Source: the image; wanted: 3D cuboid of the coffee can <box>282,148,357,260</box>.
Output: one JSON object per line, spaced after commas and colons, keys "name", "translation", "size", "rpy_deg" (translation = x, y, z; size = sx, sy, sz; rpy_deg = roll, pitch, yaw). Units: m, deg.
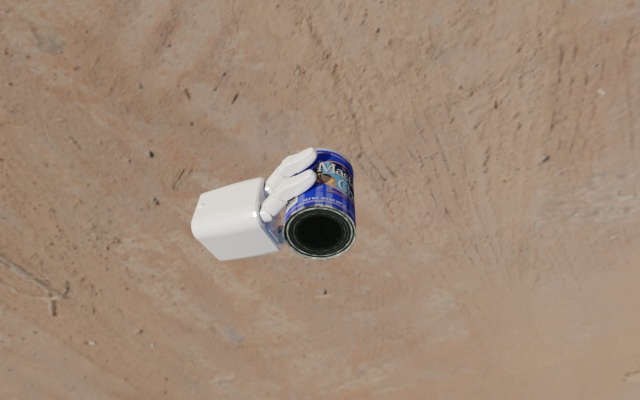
{"name": "coffee can", "translation": [0.000, 0.002, 0.707], "size": [0.103, 0.103, 0.140], "rpy_deg": [0, 39, 2]}
